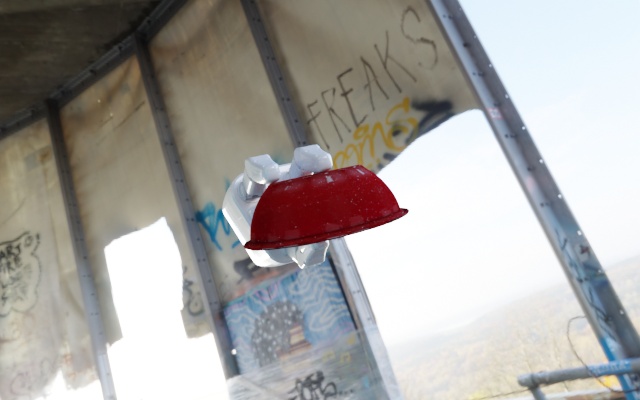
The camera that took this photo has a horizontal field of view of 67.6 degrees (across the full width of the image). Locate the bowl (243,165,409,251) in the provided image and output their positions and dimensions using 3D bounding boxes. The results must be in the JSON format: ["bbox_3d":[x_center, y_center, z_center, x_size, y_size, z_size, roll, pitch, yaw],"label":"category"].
[{"bbox_3d":[0.001,0.001,0.458,0.162,0.055,0.162,-12,4,1],"label":"bowl"}]
